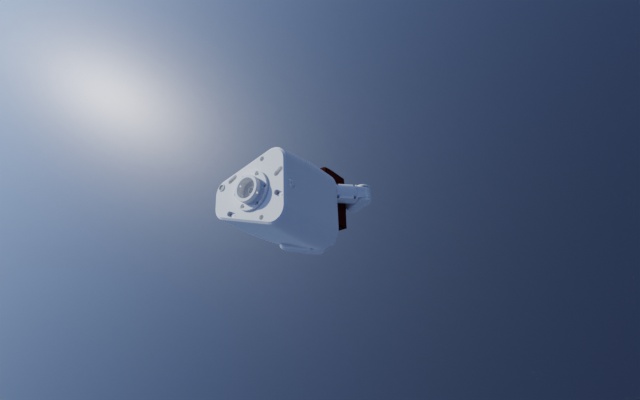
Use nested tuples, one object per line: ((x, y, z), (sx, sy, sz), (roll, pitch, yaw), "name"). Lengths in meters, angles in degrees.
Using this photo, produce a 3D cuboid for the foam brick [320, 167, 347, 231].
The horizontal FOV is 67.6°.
((0.000, 0.002, 0.654), (0.053, 0.078, 0.051), (-16, -26, 29), "foam brick")
